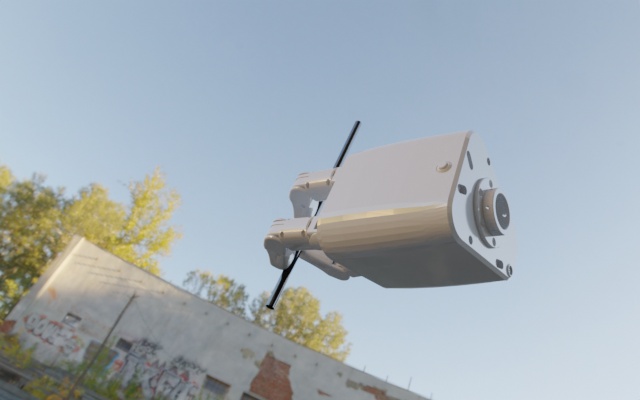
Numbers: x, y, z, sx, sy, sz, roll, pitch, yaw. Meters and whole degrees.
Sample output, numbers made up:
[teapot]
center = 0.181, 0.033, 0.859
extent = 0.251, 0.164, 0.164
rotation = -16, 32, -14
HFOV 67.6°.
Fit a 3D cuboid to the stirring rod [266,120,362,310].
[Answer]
[stirring rod]
center = 0.000, 0.002, 0.474
extent = 0.011, 0.239, 0.011
rotation = 17, -35, 13
